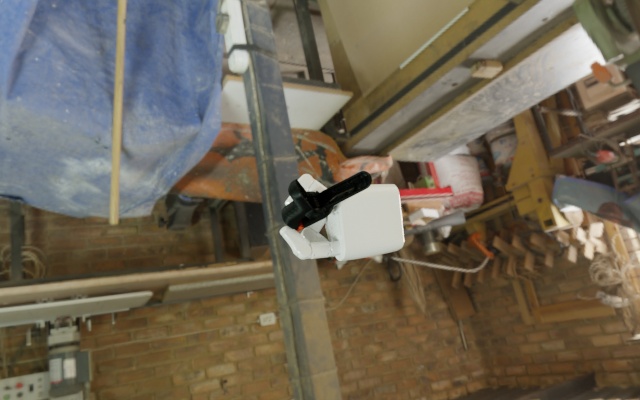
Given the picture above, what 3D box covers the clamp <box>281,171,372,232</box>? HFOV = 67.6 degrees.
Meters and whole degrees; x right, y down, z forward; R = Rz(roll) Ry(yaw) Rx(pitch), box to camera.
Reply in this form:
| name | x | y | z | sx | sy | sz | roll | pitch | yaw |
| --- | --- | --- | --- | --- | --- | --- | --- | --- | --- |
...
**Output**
| name | x | y | z | sx | sy | sz | roll | pitch | yaw |
| --- | --- | --- | --- | --- | --- | --- | --- | --- | --- |
| clamp | 0.000 | 0.003 | 0.690 | 0.120 | 0.039 | 0.171 | -6 | -17 | -16 |
